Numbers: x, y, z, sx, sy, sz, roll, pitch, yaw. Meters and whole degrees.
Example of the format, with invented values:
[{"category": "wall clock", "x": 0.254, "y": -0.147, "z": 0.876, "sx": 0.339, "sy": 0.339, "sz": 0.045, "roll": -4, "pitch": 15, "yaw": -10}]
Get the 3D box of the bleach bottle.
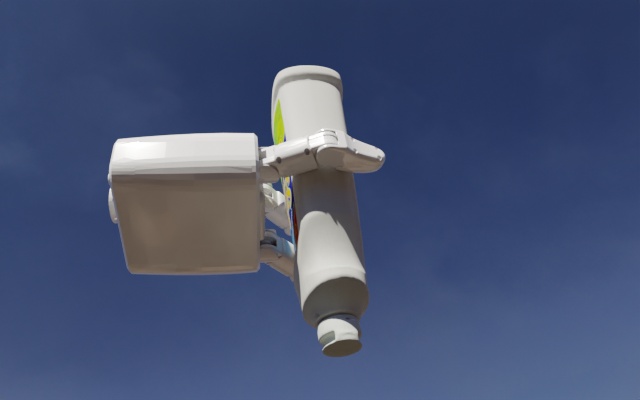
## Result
[{"category": "bleach bottle", "x": 0.000, "y": 0.001, "z": 0.401, "sx": 0.068, "sy": 0.250, "sz": 0.103, "roll": -2, "pitch": -40, "yaw": -10}]
